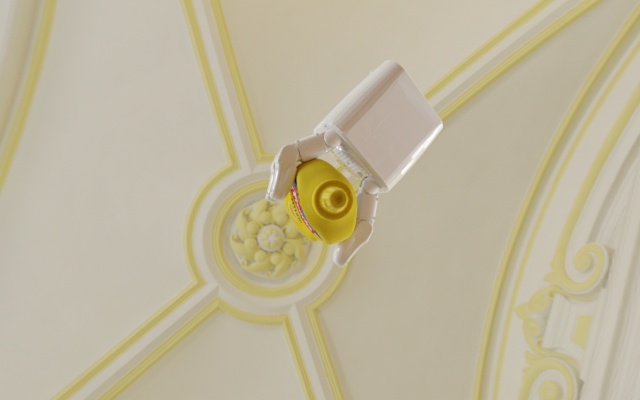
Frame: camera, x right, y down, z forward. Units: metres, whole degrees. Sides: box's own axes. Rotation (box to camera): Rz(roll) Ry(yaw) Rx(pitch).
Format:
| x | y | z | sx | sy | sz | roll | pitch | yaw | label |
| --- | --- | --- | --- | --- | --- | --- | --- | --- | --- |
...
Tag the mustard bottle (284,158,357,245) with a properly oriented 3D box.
| x | y | z | sx | sy | sz | roll | pitch | yaw | label |
| --- | --- | --- | --- | --- | --- | --- | --- | --- | --- |
| 0.000 | 0.002 | 0.539 | 0.058 | 0.096 | 0.191 | -21 | 2 | -11 | mustard bottle |
